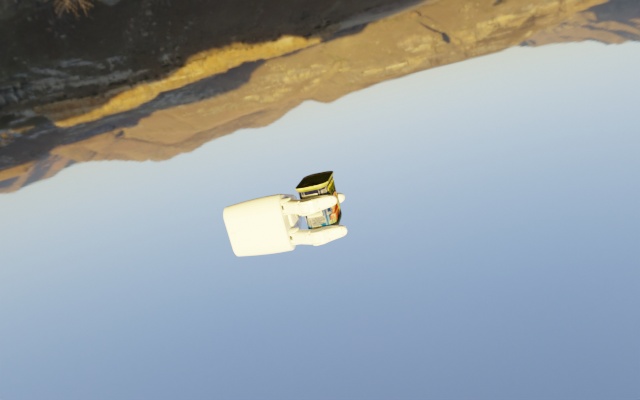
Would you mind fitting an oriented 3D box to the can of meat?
[{"bbox_3d":[0.000,0.003,0.827,0.057,0.084,0.102,-11,14,12],"label":"can of meat"}]
